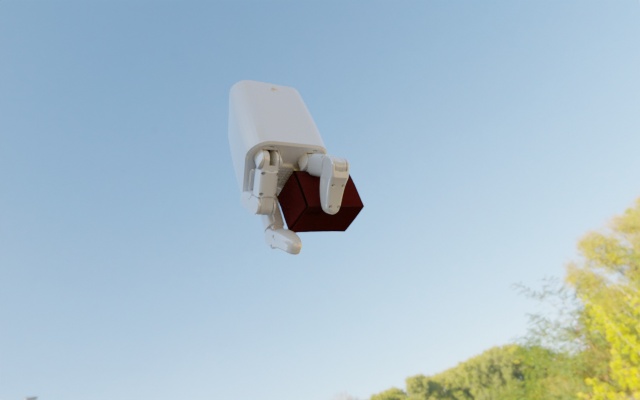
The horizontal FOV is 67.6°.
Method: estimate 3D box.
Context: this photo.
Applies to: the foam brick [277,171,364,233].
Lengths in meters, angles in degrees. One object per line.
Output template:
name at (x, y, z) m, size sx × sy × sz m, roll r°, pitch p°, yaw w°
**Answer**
foam brick at (0.000, 0.002, 0.551) m, size 0.078 × 0.051 × 0.053 m, roll 2°, pitch -38°, yaw -33°
